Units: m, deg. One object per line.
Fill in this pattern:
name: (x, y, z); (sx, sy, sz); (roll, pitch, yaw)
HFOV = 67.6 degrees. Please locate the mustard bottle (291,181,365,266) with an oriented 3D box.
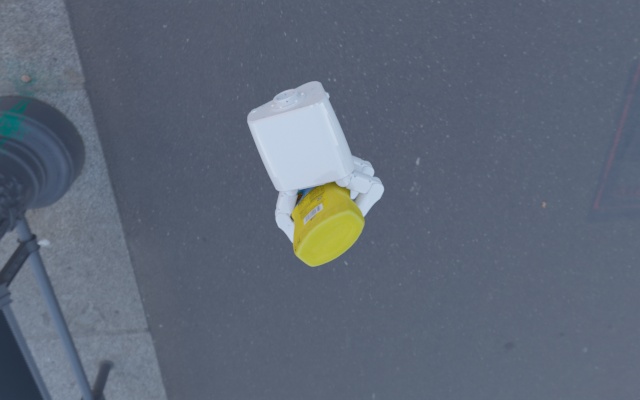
mustard bottle: (0.000, 0.003, 0.667); (0.058, 0.096, 0.191); (40, 18, -26)
